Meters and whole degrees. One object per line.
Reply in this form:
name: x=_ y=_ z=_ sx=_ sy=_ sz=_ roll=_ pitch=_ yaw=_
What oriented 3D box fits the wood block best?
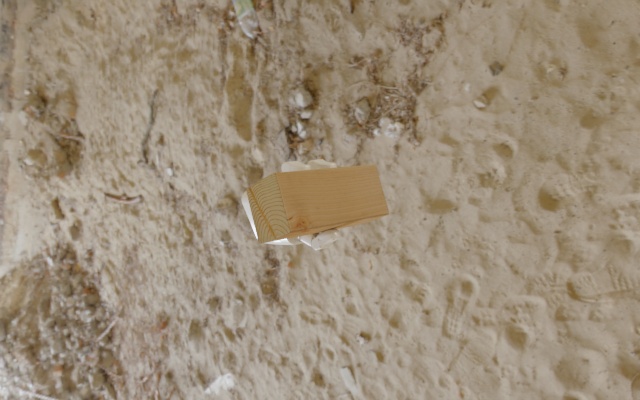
wood block: x=0.000 y=0.003 z=0.763 sx=0.206 sy=0.091 sz=0.090 roll=-8 pitch=-9 yaw=-40
